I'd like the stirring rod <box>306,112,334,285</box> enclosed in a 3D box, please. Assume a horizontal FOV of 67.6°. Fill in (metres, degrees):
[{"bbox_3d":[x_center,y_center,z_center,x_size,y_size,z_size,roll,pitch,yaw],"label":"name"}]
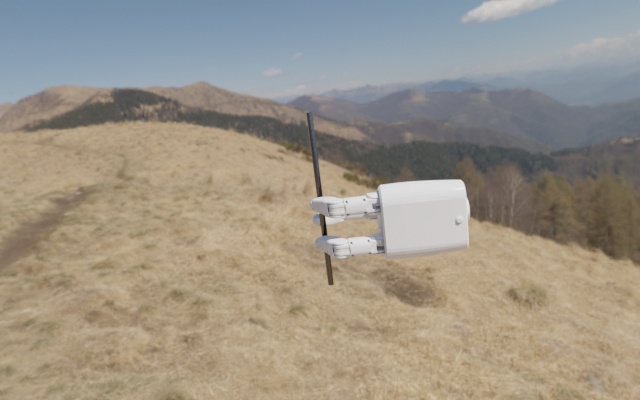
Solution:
[{"bbox_3d":[0.000,0.002,0.648,0.011,0.239,0.011,-7,13,2],"label":"stirring rod"}]
